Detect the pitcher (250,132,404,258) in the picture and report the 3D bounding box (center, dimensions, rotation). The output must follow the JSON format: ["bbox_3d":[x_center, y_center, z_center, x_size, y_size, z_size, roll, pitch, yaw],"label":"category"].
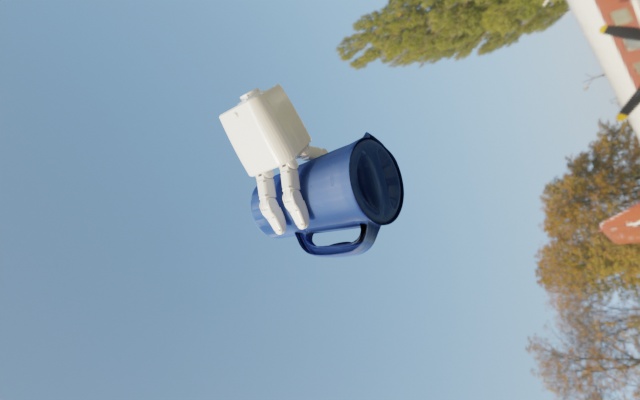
[{"bbox_3d":[0.000,0.002,0.765,0.243,0.145,0.149,-15,19,41],"label":"pitcher"}]
